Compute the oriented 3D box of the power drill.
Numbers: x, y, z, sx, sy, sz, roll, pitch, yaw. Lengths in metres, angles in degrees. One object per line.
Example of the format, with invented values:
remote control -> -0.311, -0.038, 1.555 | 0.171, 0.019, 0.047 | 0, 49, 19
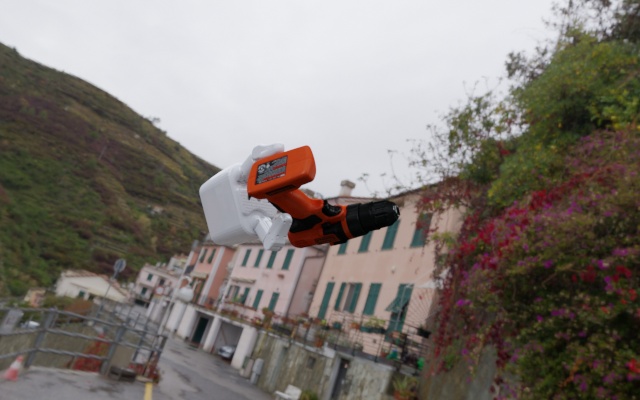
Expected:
power drill -> 0.000, 0.002, 0.683 | 0.184, 0.057, 0.188 | -17, -40, 24
